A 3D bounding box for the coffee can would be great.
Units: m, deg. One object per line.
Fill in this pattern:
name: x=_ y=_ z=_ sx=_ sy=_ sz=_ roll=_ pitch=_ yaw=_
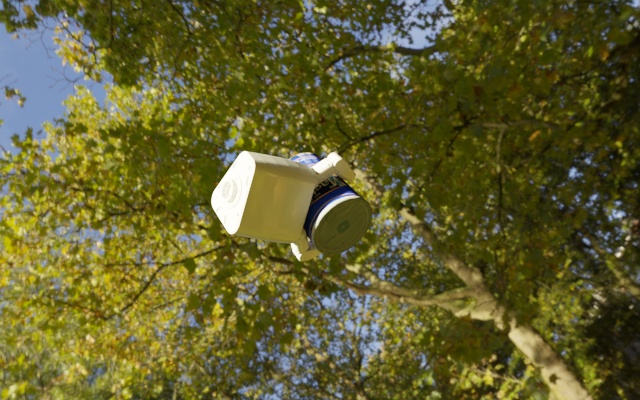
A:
coffee can: x=0.000 y=0.003 z=0.748 sx=0.103 sy=0.103 sz=0.140 roll=0 pitch=32 yaw=-36
